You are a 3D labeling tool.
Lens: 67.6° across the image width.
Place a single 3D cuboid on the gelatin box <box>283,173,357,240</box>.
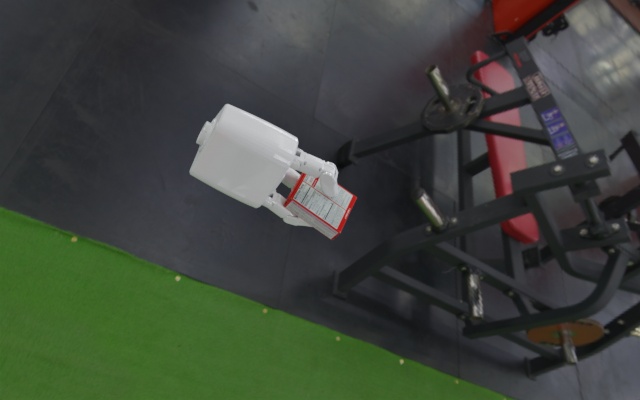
[{"bbox_3d":[0.001,0.002,0.690,0.089,0.073,0.030,34,-39,-9],"label":"gelatin box"}]
